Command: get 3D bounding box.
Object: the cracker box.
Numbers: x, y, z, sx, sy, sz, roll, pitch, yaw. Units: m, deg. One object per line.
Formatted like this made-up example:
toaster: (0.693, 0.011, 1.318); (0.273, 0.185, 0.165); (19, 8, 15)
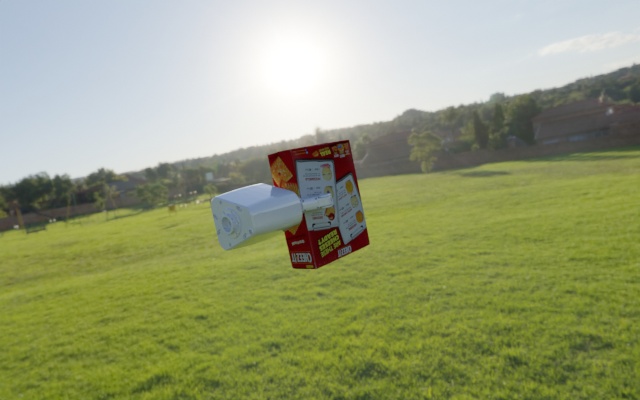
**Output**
cracker box: (0.000, 0.003, 0.897); (0.072, 0.214, 0.164); (-6, 8, 44)
